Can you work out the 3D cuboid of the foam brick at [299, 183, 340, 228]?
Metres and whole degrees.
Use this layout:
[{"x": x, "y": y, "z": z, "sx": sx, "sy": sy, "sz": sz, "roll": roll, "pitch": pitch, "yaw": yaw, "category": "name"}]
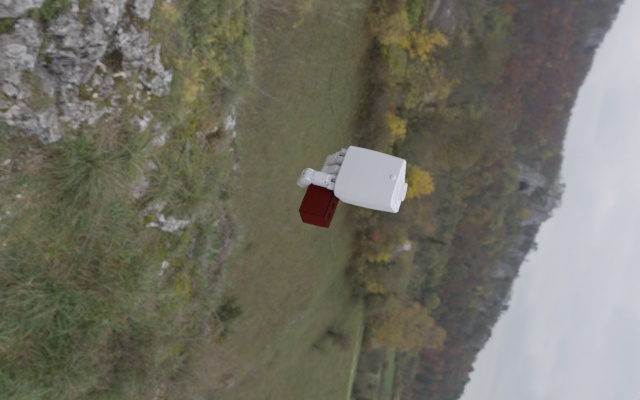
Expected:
[{"x": 0.000, "y": 0.003, "z": 0.876, "sx": 0.051, "sy": 0.078, "sz": 0.053, "roll": 15, "pitch": -22, "yaw": 15, "category": "foam brick"}]
